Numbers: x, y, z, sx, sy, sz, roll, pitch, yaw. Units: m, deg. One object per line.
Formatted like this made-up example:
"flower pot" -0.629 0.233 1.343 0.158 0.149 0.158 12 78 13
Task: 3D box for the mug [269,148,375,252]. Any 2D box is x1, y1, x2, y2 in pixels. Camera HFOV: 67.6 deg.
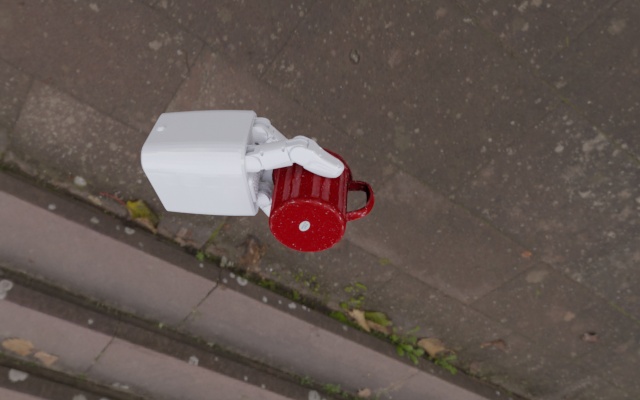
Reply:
"mug" 0.002 0.002 0.521 0.117 0.093 0.081 0 43 5
